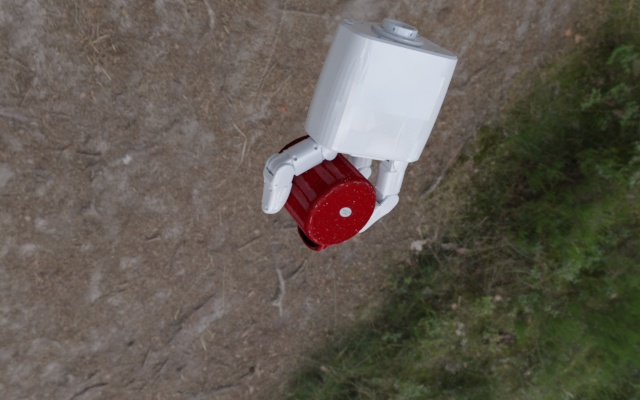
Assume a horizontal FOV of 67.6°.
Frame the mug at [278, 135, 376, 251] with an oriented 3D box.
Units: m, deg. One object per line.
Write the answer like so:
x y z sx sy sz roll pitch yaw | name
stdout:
0.000 0.003 0.494 0.093 0.117 0.081 -6 37 -33 | mug
